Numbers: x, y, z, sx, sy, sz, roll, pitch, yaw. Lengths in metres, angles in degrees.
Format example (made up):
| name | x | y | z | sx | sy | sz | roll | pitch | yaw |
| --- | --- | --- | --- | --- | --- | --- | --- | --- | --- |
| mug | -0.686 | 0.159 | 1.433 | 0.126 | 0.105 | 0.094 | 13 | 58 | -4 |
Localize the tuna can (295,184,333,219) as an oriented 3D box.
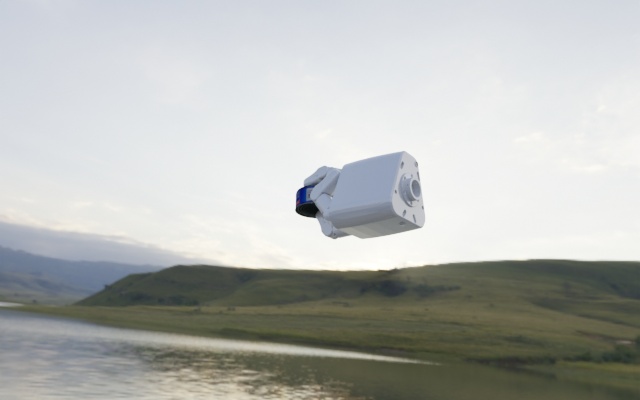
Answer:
| name | x | y | z | sx | sy | sz | roll | pitch | yaw |
| --- | --- | --- | --- | --- | --- | --- | --- | --- | --- |
| tuna can | 0.000 | 0.002 | 0.804 | 0.086 | 0.033 | 0.086 | 1 | -20 | 0 |
